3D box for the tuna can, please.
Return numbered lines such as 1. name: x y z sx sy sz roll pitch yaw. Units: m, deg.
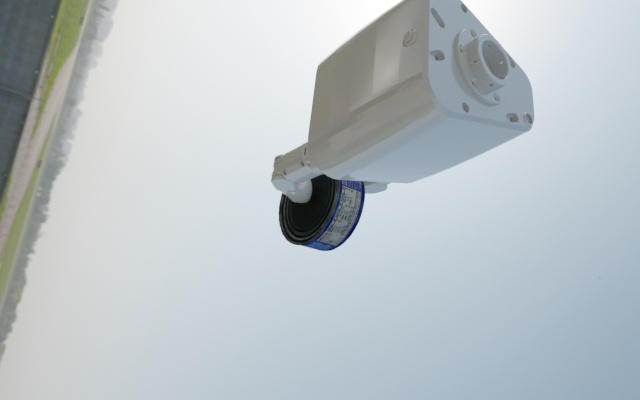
1. tuna can: 0.000 0.002 0.429 0.034 0.086 0.086 19 -11 -35
